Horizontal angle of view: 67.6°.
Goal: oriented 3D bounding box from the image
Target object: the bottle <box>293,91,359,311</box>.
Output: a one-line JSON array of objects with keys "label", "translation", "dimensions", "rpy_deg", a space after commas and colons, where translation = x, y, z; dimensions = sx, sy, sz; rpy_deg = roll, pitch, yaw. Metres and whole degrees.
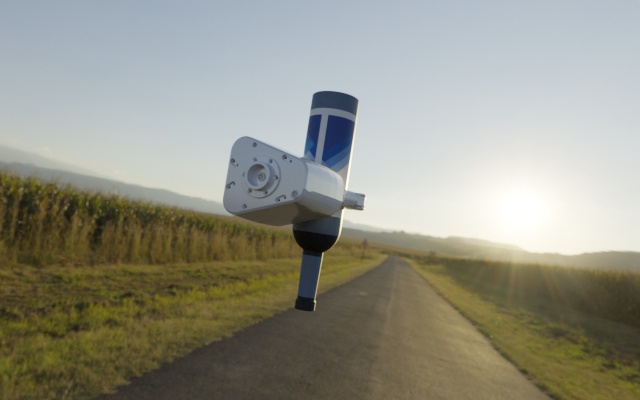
[{"label": "bottle", "translation": [0.000, 0.002, 0.657], "dimensions": [0.069, 0.295, 0.069], "rpy_deg": [8, -5, 1]}]
